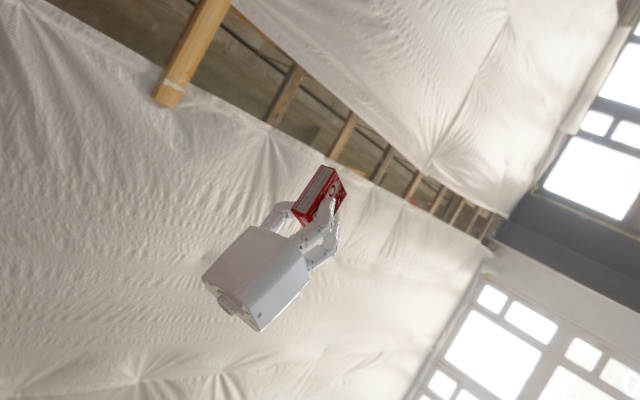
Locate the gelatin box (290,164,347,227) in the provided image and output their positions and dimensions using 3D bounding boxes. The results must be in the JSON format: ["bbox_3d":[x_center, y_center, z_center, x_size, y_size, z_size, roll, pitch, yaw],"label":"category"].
[{"bbox_3d":[0.000,0.002,0.720,0.030,0.089,0.073,22,-21,29],"label":"gelatin box"}]
